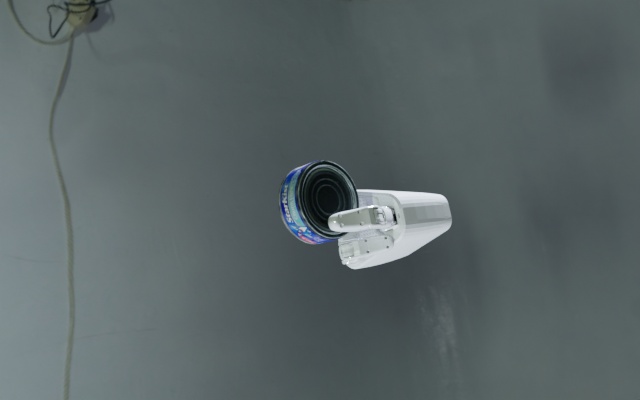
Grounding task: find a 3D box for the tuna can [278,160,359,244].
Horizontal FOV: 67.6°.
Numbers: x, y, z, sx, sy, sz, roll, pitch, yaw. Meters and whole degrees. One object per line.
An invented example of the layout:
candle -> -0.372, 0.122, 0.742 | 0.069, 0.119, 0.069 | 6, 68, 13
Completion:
tuna can -> 0.000, 0.002, 0.502 | 0.086, 0.086, 0.034 | 0, -11, -39
